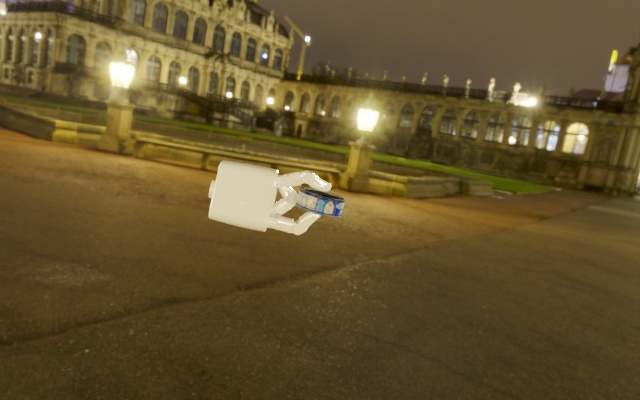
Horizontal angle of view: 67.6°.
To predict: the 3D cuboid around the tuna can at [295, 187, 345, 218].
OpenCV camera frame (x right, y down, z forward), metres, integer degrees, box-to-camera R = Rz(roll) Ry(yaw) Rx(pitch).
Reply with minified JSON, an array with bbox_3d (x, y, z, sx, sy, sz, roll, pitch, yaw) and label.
[{"bbox_3d":[0.000,0.002,0.863,0.086,0.034,0.086,15,8,-2],"label":"tuna can"}]
